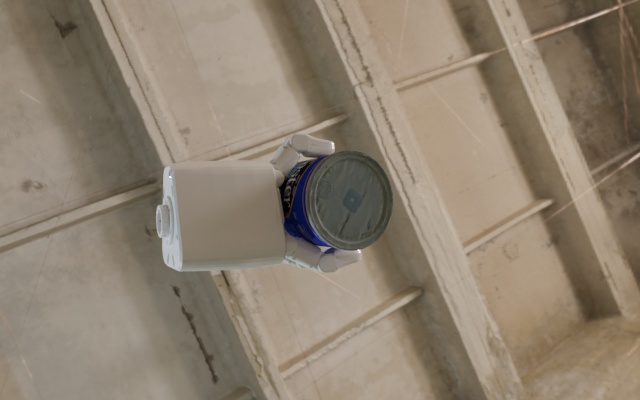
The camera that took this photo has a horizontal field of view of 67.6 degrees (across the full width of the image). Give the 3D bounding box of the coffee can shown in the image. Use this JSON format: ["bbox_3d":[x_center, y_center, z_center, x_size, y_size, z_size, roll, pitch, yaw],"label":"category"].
[{"bbox_3d":[0.000,0.002,0.545,0.103,0.103,0.140,0,-2,-28],"label":"coffee can"}]
